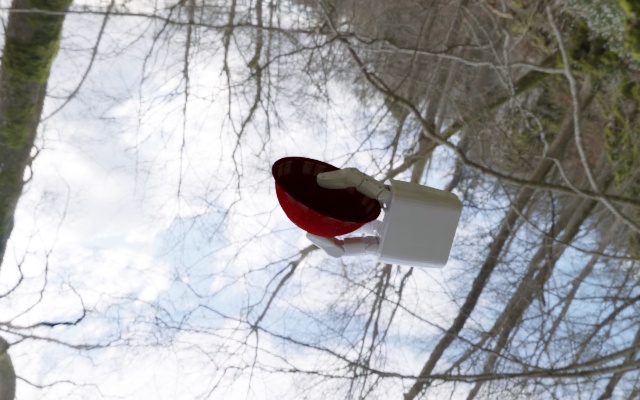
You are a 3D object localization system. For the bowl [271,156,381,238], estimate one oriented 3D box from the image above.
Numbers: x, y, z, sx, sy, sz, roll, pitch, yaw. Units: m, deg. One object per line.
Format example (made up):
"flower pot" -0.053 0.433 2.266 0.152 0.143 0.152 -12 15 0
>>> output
"bowl" -0.001 0.002 0.664 0.162 0.055 0.162 20 27 -10
